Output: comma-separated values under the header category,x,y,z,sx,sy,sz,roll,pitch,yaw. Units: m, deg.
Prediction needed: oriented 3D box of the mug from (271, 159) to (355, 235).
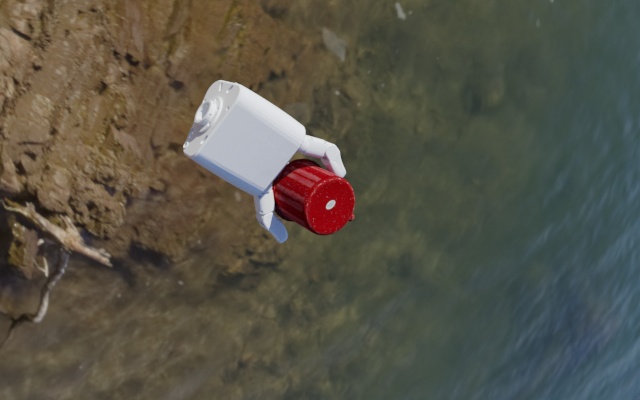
category,x,y,z,sx,sy,sz,roll,pitch,yaw
mug,0.001,0.003,0.653,0.117,0.093,0.081,31,-3,-38
